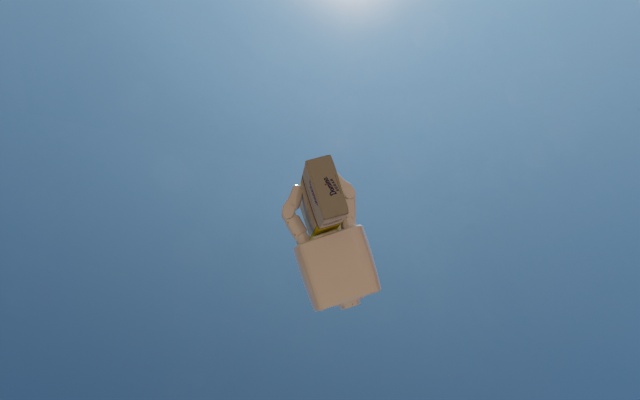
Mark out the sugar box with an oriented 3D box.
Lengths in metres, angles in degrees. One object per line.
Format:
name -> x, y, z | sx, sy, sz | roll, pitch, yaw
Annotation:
sugar box -> 0.001, 0.002, 0.752 | 0.048, 0.093, 0.176 | -15, -12, -13
